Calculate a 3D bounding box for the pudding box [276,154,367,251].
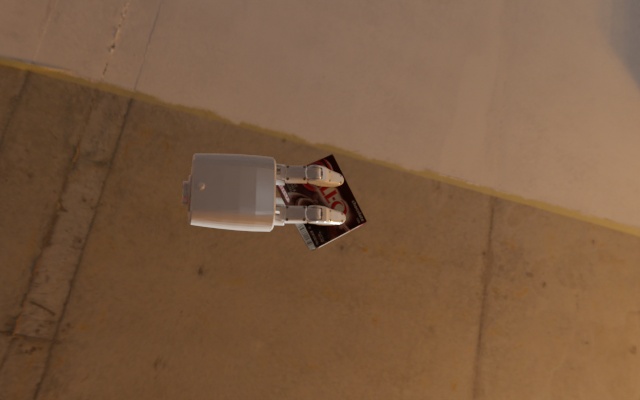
[{"bbox_3d":[0.000,0.002,0.677,0.090,0.113,0.039,-26,-1,-24],"label":"pudding box"}]
